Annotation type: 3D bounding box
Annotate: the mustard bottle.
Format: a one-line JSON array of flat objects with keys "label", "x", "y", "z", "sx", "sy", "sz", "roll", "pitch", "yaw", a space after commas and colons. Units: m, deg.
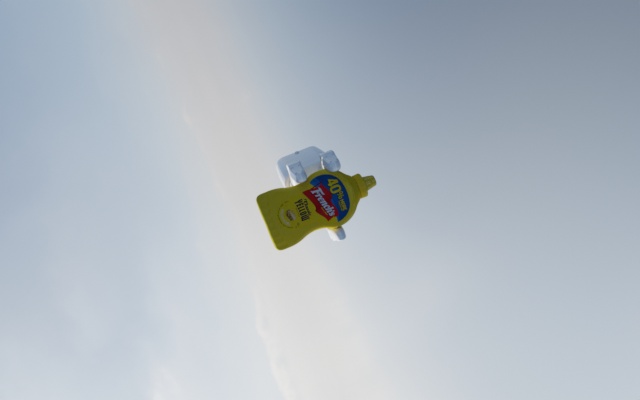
[{"label": "mustard bottle", "x": 0.000, "y": 0.003, "z": 0.768, "sx": 0.191, "sy": 0.096, "sz": 0.058, "roll": -22, "pitch": 2, "yaw": -7}]
